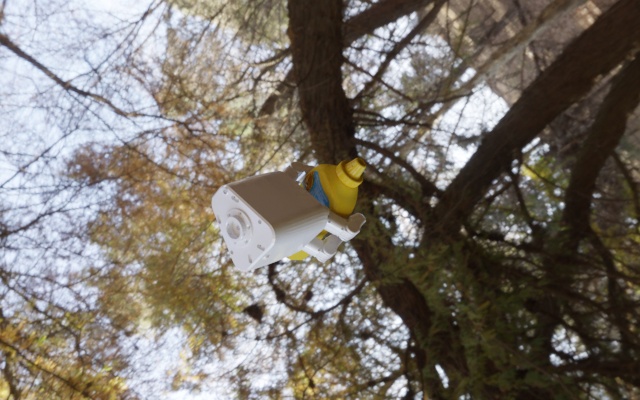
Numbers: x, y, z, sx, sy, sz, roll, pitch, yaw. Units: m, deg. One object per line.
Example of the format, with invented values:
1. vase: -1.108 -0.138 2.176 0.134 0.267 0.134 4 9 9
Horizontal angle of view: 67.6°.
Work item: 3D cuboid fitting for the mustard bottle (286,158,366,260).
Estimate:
1. mustard bottle: 0.000 0.002 0.711 0.058 0.096 0.192 11 -42 -39
